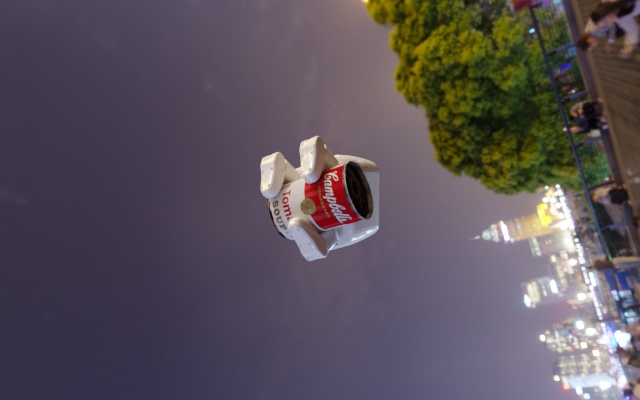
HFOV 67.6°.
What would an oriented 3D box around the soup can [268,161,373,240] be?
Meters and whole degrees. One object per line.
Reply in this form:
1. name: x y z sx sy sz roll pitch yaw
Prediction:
1. soup can: 0.000 0.002 0.548 0.102 0.068 0.068 -17 -8 26
